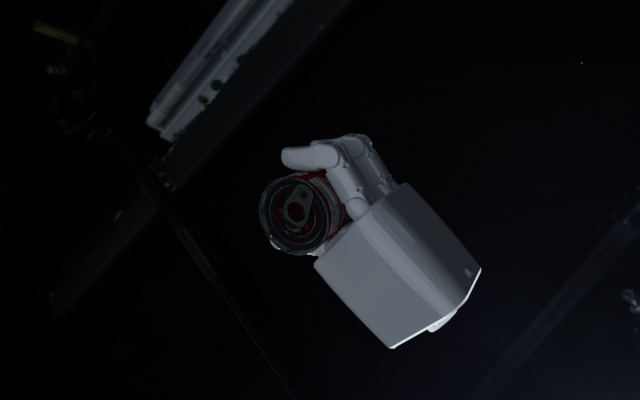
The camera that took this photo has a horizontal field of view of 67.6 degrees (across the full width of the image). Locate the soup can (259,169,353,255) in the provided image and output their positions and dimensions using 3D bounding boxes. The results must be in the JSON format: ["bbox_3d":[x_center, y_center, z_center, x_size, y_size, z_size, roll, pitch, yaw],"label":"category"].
[{"bbox_3d":[0.000,0.001,0.442,0.068,0.068,0.102,0,14,29],"label":"soup can"}]
